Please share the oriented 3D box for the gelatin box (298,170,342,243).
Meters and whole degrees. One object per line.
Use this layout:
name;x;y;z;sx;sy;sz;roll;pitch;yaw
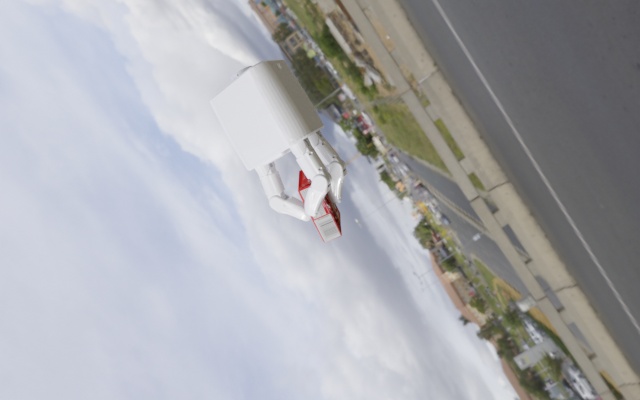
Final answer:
gelatin box;0.000;0.003;0.662;0.030;0.089;0.073;-22;21;9
